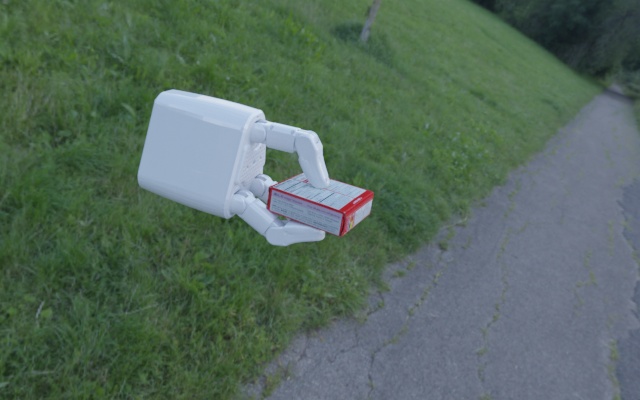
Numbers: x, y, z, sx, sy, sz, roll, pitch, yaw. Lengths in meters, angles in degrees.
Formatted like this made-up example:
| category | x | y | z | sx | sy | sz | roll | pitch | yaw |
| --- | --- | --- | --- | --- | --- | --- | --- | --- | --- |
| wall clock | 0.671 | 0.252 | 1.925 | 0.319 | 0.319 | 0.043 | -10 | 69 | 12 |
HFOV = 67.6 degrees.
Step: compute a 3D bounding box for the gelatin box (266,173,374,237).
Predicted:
| category | x | y | z | sx | sy | sz | roll | pitch | yaw |
| --- | --- | --- | --- | --- | --- | --- | --- | --- | --- |
| gelatin box | 0.000 | 0.001 | 0.496 | 0.089 | 0.030 | 0.073 | 18 | 24 | 23 |
